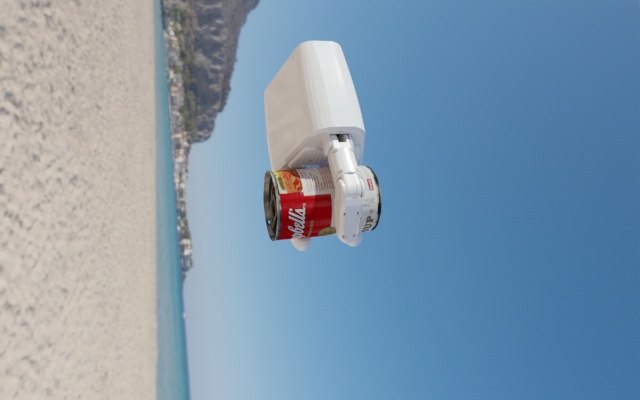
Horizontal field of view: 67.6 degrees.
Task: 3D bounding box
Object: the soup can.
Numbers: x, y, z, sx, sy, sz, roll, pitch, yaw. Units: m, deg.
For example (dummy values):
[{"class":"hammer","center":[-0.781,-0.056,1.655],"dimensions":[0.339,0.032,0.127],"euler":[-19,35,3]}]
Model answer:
[{"class":"soup can","center":[0.000,0.002,0.468],"dimensions":[0.102,0.068,0.068],"euler":[-4,1,-17]}]
